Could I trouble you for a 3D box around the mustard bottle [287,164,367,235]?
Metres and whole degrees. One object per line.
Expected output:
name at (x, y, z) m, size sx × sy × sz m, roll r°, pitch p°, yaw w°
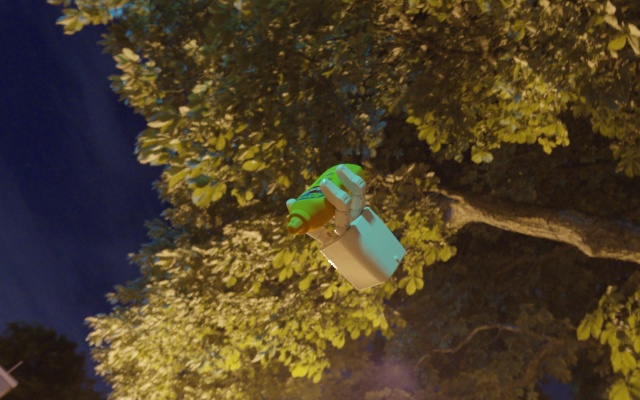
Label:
mustard bottle at (0.000, 0.002, 0.823) m, size 0.096 × 0.058 × 0.191 m, roll -10°, pitch 23°, yaw 37°
